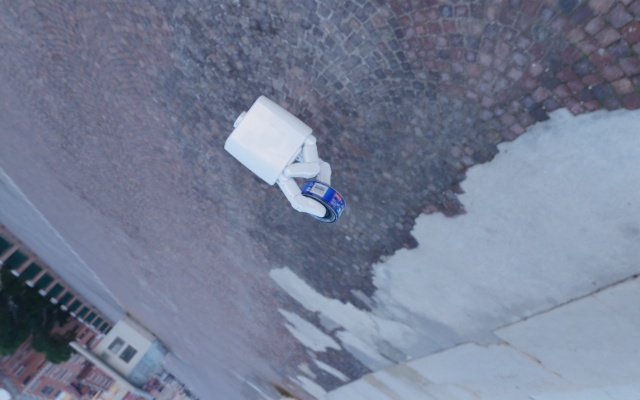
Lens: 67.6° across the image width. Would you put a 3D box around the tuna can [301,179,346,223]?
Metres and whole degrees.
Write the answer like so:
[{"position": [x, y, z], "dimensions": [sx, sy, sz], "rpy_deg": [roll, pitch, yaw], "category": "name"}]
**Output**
[{"position": [0.000, 0.003, 0.851], "dimensions": [0.086, 0.033, 0.086], "rpy_deg": [25, -26, 13], "category": "tuna can"}]
